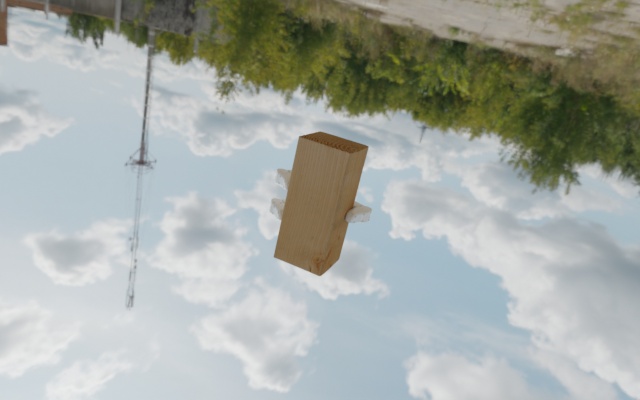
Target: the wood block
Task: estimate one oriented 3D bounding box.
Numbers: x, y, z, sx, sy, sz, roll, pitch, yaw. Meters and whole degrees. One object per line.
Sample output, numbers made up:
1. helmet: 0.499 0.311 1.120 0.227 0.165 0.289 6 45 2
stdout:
1. wood block: 0.001 0.003 0.775 0.091 0.206 0.090 19 20 19
